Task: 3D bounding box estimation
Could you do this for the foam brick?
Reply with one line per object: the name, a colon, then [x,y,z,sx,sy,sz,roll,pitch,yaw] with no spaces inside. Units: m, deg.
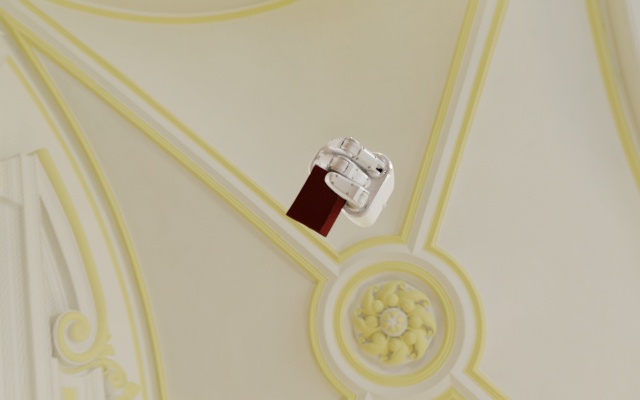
foam brick: [0.000,0.002,0.632,0.053,0.078,0.051,29,-5,15]
